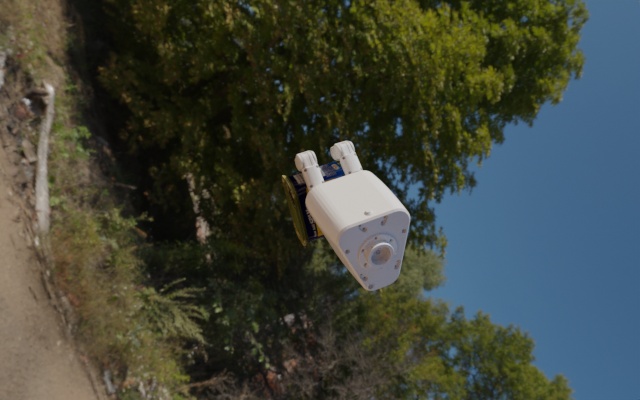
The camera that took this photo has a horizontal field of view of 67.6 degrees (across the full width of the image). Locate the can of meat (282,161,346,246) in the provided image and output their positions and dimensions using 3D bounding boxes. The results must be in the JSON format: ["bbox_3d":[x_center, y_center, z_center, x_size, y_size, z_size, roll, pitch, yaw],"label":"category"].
[{"bbox_3d":[0.000,0.002,0.673,0.084,0.102,0.057,-19,28,-11],"label":"can of meat"}]
